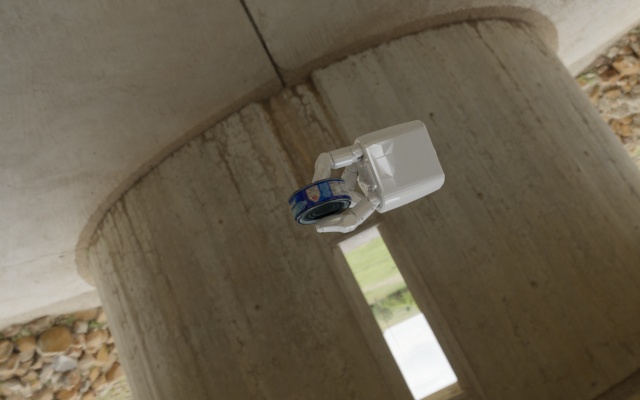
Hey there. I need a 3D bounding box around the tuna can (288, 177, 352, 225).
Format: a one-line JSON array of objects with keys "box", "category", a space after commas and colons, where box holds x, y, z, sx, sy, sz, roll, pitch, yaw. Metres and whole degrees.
[{"box": [0.000, 0.003, 0.672, 0.086, 0.033, 0.086, -19, -18, -6], "category": "tuna can"}]
